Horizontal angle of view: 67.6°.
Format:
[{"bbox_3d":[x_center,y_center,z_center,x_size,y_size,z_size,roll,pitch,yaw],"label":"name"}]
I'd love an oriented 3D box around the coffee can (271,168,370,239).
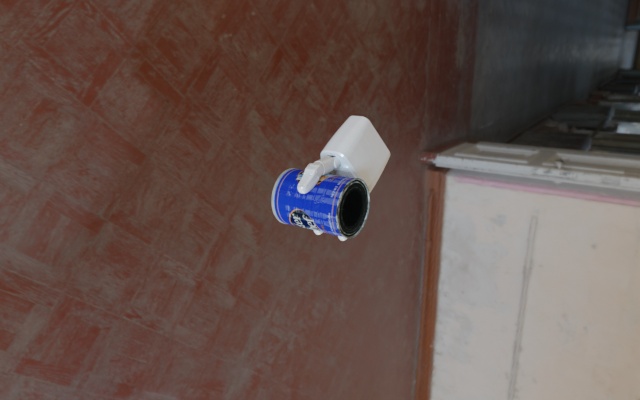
[{"bbox_3d":[0.000,0.003,0.833,0.140,0.103,0.103,11,6,34],"label":"coffee can"}]
